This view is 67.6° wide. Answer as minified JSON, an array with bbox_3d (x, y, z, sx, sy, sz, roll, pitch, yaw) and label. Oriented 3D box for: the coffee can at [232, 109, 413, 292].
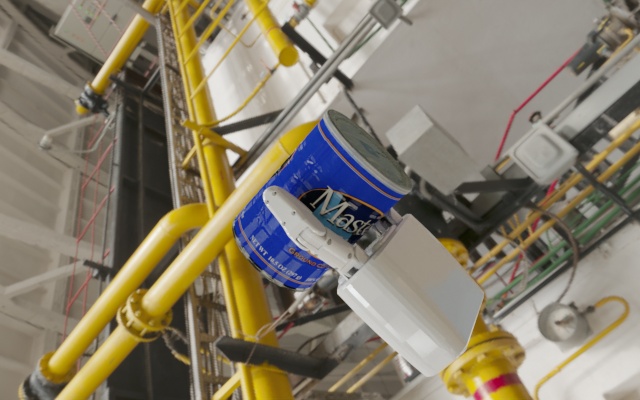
[{"bbox_3d":[0.000,0.001,0.447,0.140,0.102,0.103,-47,-19,19],"label":"coffee can"}]
